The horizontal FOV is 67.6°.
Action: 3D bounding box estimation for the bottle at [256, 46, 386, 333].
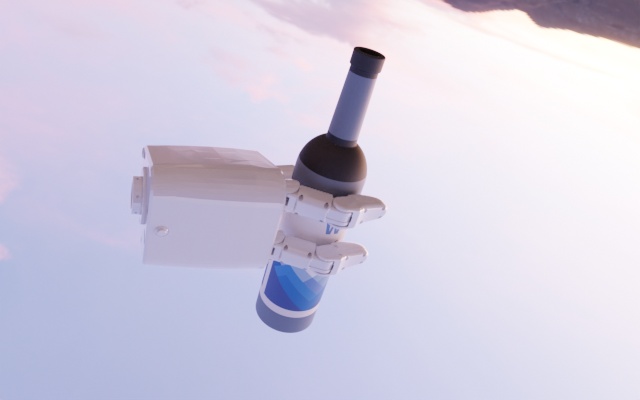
[{"bbox_3d":[0.000,0.002,0.458,0.069,0.296,0.069,14,31,-8],"label":"bottle"}]
